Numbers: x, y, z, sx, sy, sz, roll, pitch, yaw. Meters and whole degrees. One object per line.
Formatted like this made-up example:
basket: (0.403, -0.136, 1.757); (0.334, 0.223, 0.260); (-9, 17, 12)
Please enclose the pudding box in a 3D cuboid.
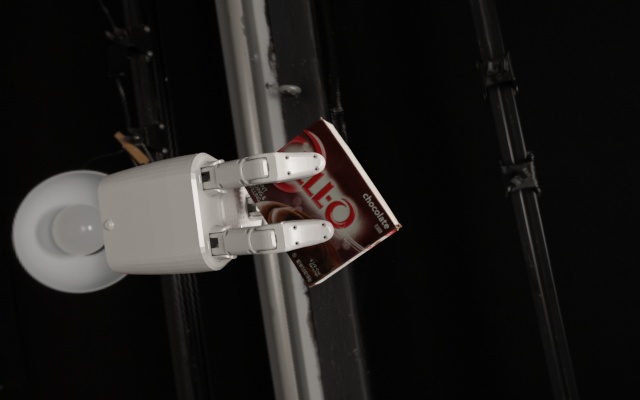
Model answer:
pudding box: (0.000, 0.001, 0.406); (0.090, 0.113, 0.039); (-37, -8, 15)
